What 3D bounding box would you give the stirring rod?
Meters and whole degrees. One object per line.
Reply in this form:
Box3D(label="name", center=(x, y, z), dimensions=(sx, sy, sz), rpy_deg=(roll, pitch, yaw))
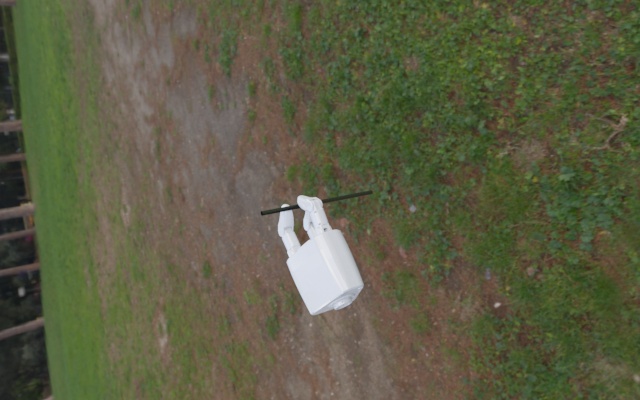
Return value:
Box3D(label="stirring rod", center=(0.000, 0.003, 0.879), dimensions=(0.239, 0.011, 0.011), rpy_deg=(-11, 6, -31))
